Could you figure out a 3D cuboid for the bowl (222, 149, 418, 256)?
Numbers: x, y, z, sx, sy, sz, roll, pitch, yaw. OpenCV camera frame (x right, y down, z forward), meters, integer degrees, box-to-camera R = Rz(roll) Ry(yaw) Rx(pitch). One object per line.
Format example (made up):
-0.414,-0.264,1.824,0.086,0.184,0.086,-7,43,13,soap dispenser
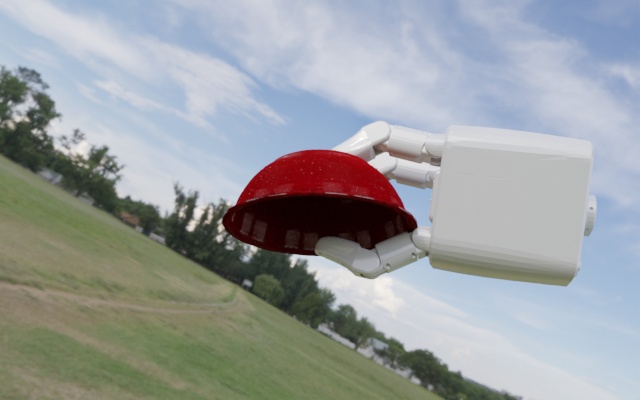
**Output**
-0.001,0.001,0.409,0.162,0.055,0.162,1,-22,0,bowl
